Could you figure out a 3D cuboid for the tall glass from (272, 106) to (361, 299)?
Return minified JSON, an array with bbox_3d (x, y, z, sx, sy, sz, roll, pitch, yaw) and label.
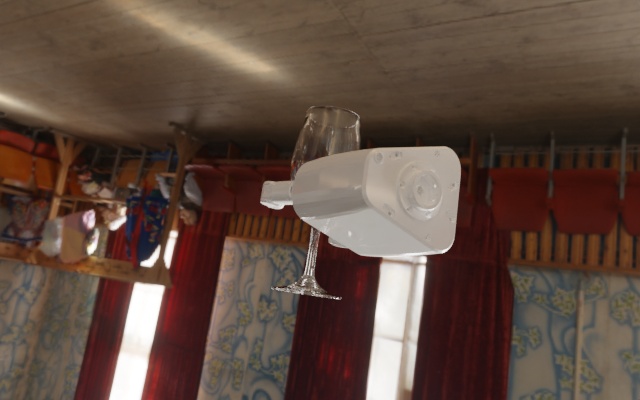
[{"bbox_3d":[0.000,0.002,0.521,0.079,0.201,0.079,8,-10,2],"label":"tall glass"}]
